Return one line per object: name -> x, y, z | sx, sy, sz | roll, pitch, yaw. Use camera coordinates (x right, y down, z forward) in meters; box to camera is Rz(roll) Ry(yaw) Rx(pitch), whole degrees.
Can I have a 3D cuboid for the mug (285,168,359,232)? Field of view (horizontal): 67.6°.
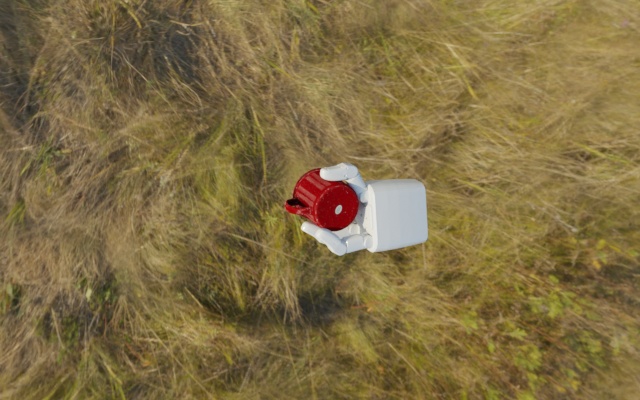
mug -> -0.001, 0.003, 0.780 | 0.117, 0.093, 0.081 | -8, 21, -22
